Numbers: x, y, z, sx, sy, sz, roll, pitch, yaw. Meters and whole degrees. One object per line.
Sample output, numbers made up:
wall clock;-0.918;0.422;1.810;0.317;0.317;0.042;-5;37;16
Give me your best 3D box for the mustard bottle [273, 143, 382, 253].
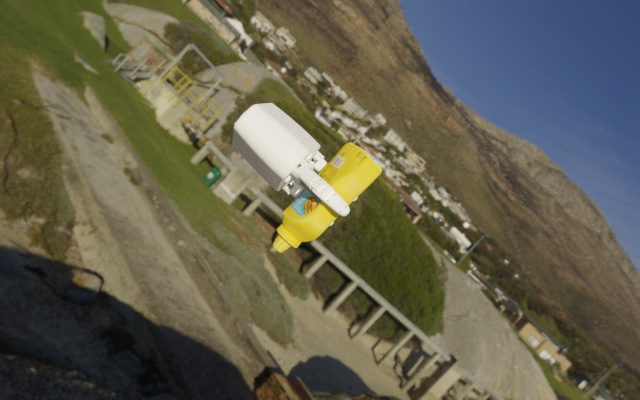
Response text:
mustard bottle;0.001;0.002;0.709;0.058;0.191;0.096;44;0;-26
